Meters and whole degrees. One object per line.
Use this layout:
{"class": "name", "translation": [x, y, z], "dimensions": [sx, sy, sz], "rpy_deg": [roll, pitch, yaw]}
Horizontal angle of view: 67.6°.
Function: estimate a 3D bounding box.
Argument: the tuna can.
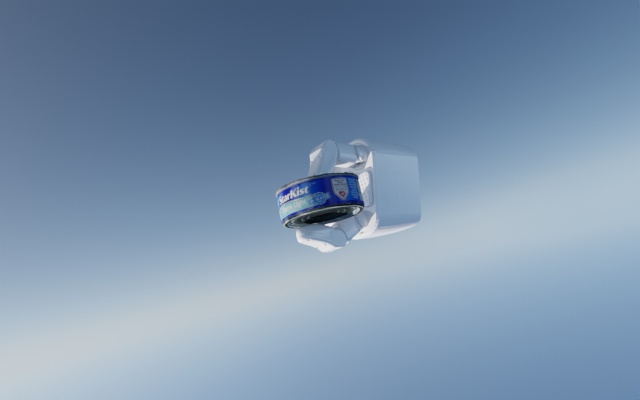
{"class": "tuna can", "translation": [0.000, 0.002, 0.478], "dimensions": [0.086, 0.033, 0.086], "rpy_deg": [-12, -13, -3]}
